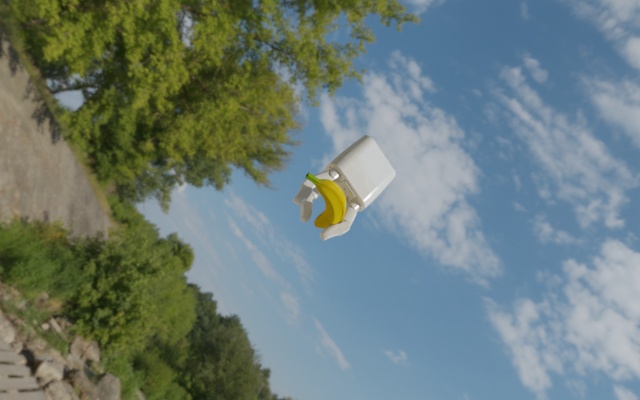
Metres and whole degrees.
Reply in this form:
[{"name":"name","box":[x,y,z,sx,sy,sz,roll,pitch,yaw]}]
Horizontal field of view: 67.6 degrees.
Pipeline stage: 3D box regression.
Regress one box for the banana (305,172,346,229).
[{"name":"banana","box":[0.015,0.010,0.888,0.069,0.037,0.198,29,-24,19]}]
